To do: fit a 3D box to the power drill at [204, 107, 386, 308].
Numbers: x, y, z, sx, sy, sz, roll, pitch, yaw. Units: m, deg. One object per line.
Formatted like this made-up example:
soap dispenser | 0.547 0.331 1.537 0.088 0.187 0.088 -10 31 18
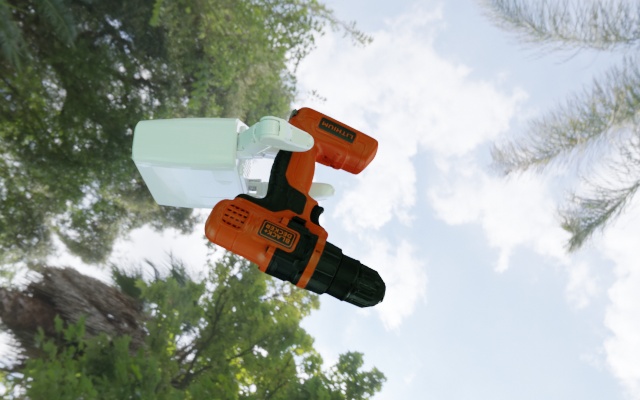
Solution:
power drill | 0.000 0.001 0.493 0.184 0.187 0.057 26 -36 -4
